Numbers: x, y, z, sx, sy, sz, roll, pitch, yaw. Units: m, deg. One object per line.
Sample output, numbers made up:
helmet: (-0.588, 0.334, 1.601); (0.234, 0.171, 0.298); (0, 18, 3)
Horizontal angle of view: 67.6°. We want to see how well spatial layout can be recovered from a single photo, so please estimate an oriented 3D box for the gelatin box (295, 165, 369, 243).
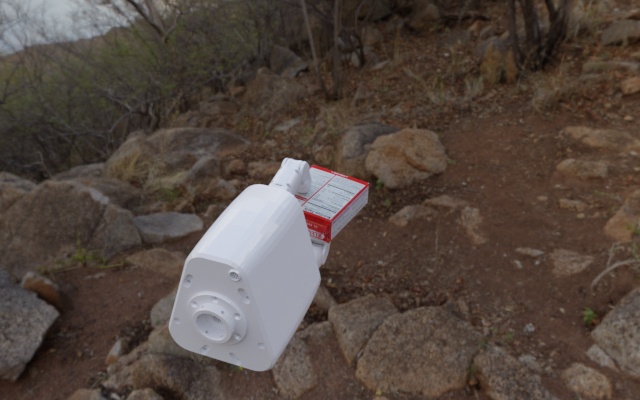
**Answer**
gelatin box: (0.000, 0.001, 0.510); (0.073, 0.030, 0.089); (19, 39, 24)
